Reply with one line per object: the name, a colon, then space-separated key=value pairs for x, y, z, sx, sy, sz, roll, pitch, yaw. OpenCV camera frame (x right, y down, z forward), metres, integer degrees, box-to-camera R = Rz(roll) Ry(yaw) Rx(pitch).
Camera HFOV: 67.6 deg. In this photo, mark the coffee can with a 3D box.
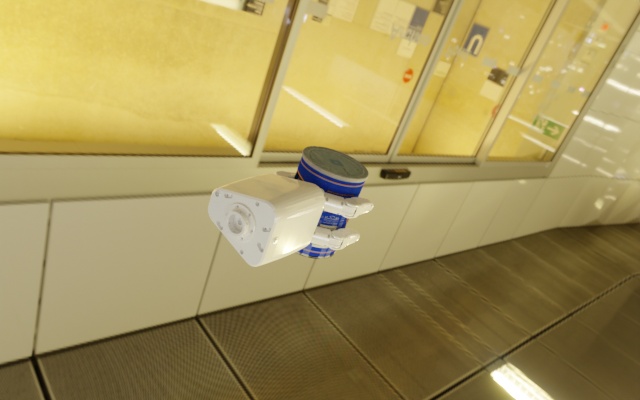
coffee can: x=0.000 y=0.002 z=0.726 sx=0.103 sy=0.140 sz=0.102 roll=18 pitch=24 yaw=-8
